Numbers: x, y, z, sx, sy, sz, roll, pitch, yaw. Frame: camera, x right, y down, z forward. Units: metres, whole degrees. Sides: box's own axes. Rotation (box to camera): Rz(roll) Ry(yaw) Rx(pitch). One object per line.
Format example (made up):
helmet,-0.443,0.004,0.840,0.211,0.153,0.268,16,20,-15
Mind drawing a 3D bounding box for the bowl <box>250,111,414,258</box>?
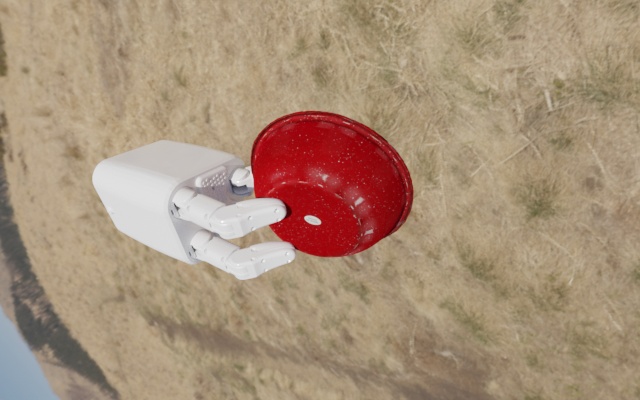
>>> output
bowl,0.001,0.002,0.435,0.162,0.162,0.055,0,41,24
